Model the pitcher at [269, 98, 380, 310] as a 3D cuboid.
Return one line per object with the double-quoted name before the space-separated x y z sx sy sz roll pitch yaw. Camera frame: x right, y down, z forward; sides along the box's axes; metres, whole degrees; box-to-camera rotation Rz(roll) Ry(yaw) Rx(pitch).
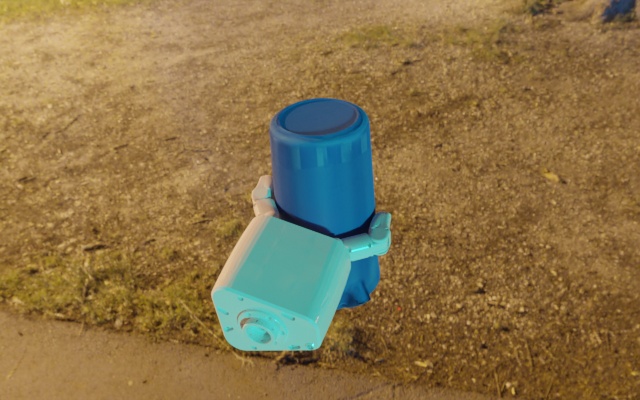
"pitcher" 0.000 0.002 0.584 0.149 0.243 0.145 7 38 15
